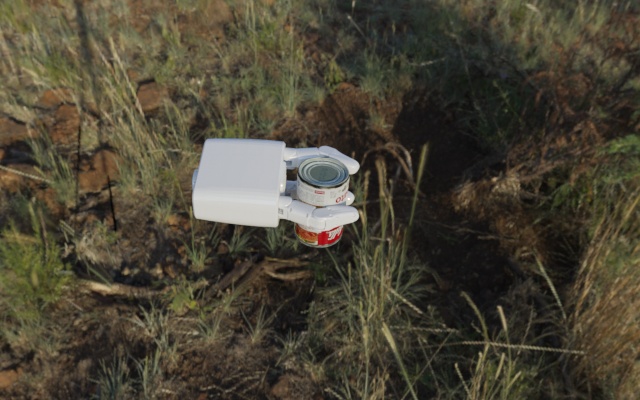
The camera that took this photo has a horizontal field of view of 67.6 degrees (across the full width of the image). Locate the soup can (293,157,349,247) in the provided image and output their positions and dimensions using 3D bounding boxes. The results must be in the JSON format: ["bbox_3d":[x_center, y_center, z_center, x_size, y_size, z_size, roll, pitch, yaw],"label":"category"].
[{"bbox_3d":[0.001,0.002,0.630,0.068,0.102,0.068,3,39,-3],"label":"soup can"}]
